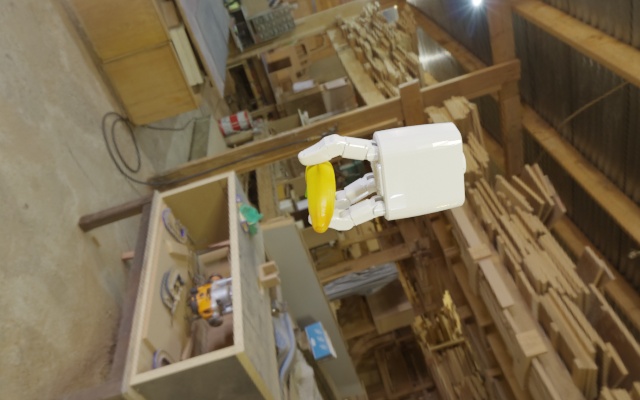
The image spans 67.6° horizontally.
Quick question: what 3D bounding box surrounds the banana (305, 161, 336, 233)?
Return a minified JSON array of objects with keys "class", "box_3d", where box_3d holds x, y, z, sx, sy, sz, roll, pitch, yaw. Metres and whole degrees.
[{"class":"banana","box_3d":[0.000,-0.017,0.624,0.037,0.070,0.197,-1,13,-3]}]
